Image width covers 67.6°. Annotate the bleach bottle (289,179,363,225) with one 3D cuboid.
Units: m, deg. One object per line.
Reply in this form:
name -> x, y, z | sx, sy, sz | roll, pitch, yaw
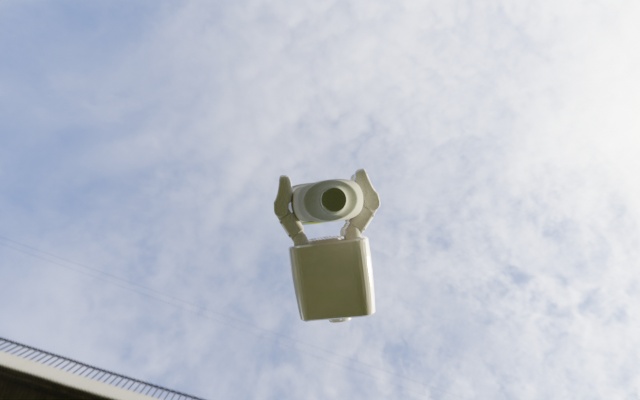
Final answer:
bleach bottle -> 0.000, 0.002, 0.666 | 0.102, 0.068, 0.251 | -6, -1, -3
